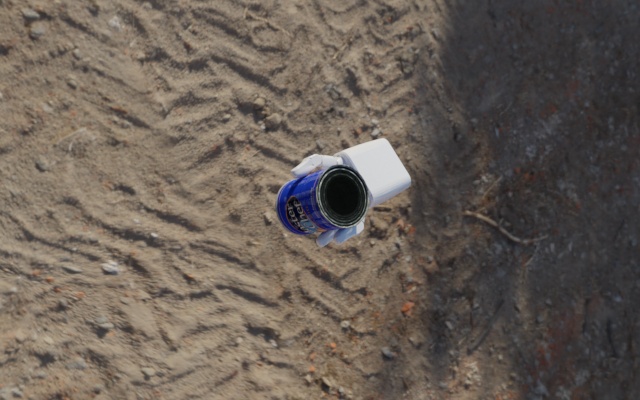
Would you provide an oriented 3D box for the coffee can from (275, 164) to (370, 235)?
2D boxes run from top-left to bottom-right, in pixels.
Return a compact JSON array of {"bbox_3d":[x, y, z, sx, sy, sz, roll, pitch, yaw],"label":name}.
[{"bbox_3d":[0.000,0.003,0.807,0.103,0.103,0.140,0,-8,-32],"label":"coffee can"}]
